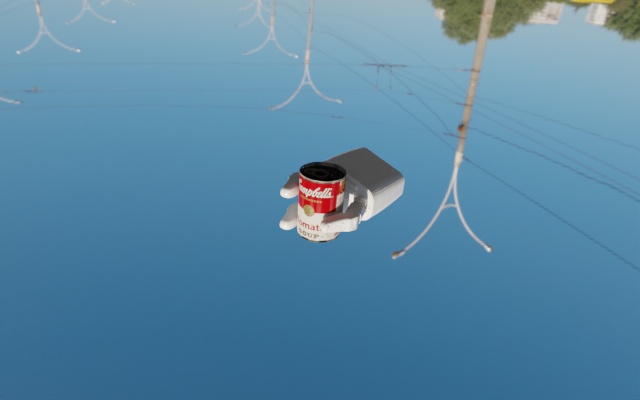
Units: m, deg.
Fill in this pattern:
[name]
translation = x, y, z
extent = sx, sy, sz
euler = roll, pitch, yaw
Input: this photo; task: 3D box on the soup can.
[soup can]
translation = 0.000, 0.003, 0.708
extent = 0.068, 0.102, 0.068
euler = 3, 28, -2
